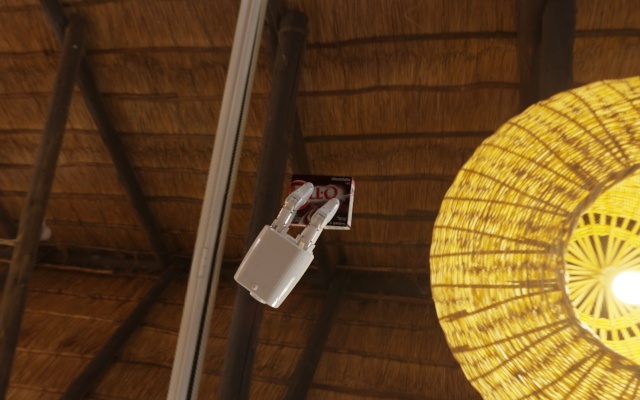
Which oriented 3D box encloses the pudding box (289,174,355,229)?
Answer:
[{"bbox_3d":[0.000,0.003,0.833,0.113,0.090,0.039,4,-13,12],"label":"pudding box"}]
